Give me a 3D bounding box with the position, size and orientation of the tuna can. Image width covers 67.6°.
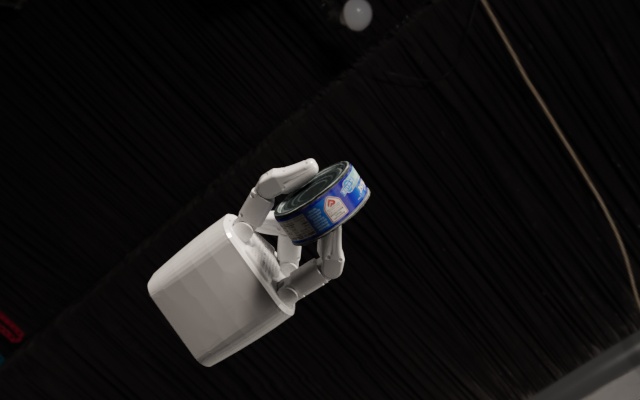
[{"bbox_3d":[0.000,0.001,0.433,0.086,0.034,0.086,-33,14,9],"label":"tuna can"}]
